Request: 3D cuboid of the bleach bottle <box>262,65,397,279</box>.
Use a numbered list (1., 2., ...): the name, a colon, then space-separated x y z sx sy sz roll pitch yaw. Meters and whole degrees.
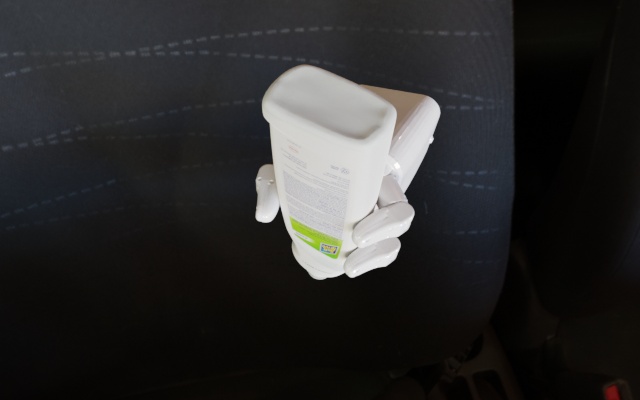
1. bleach bottle: 0.000 0.002 0.454 0.102 0.068 0.251 28 -33 15
